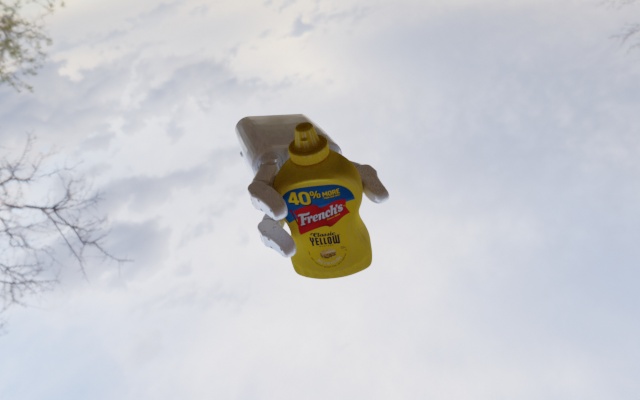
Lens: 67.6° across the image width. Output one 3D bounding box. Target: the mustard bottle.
[{"bbox_3d":[0.000,0.002,0.523,0.096,0.192,0.058,-6,37,8],"label":"mustard bottle"}]
